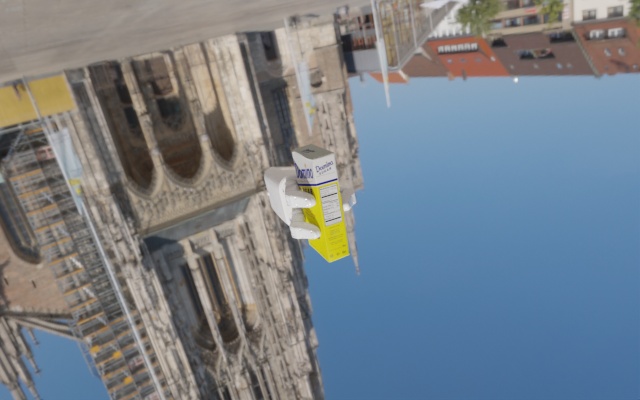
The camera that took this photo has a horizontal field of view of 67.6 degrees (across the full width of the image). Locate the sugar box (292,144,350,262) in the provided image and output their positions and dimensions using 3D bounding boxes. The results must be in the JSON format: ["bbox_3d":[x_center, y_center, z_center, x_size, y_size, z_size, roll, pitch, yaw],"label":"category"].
[{"bbox_3d":[0.000,0.003,0.781,0.048,0.176,0.093,-19,21,-18],"label":"sugar box"}]
